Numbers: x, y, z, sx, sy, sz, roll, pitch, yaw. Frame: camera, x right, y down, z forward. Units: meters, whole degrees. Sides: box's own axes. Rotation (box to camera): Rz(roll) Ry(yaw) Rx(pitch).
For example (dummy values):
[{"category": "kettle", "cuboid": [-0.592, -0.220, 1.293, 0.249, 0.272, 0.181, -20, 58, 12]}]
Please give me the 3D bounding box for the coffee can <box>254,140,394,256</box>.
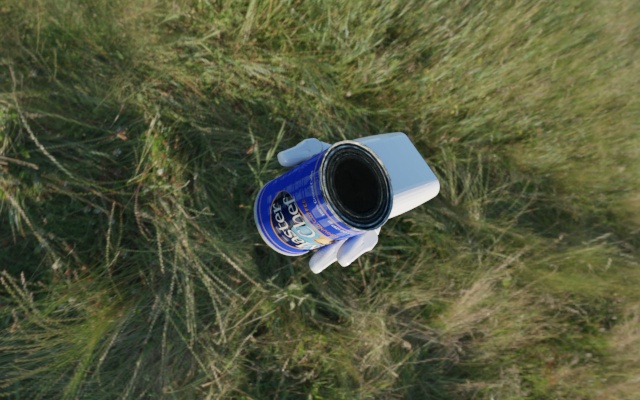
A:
[{"category": "coffee can", "cuboid": [0.000, 0.002, 0.560, 0.103, 0.102, 0.140, 0, -15, -37]}]
